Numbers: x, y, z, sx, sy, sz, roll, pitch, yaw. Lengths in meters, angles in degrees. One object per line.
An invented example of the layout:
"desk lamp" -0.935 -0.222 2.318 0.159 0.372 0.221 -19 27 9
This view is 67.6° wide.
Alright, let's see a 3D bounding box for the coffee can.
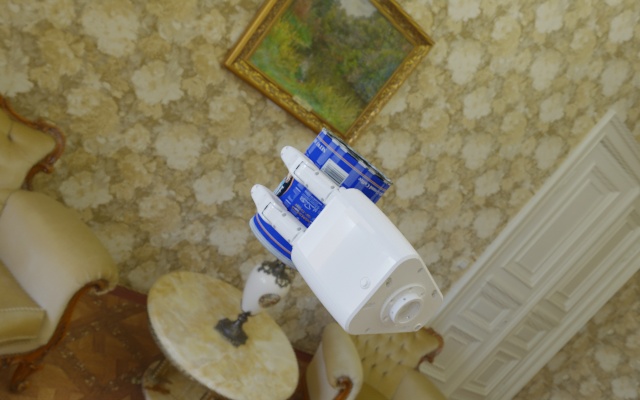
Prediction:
"coffee can" 0.000 0.002 0.556 0.103 0.140 0.102 38 10 -7
